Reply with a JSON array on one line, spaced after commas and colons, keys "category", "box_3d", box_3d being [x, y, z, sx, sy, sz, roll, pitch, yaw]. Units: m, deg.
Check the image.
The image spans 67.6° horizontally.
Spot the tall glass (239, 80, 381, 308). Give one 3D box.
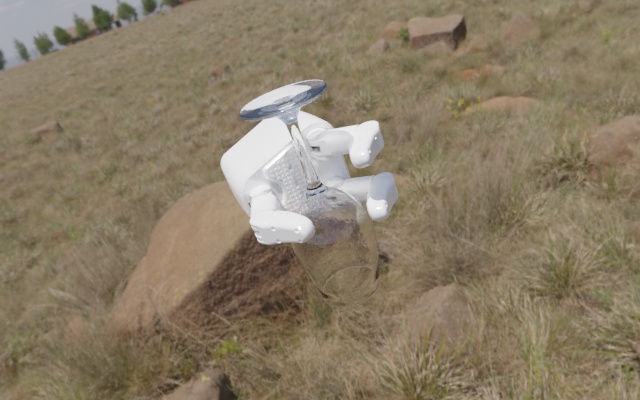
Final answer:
[{"category": "tall glass", "box_3d": [0.000, 0.001, 0.427, 0.079, 0.201, 0.079, -16, 27, 8]}]
